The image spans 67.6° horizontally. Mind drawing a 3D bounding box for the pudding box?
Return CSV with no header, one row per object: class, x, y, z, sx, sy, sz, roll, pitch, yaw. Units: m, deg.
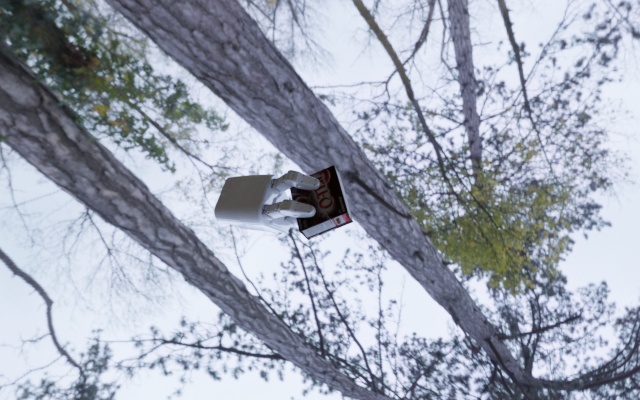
pudding box,0.000,0.003,0.829,0.090,0.113,0.039,-23,-37,10
